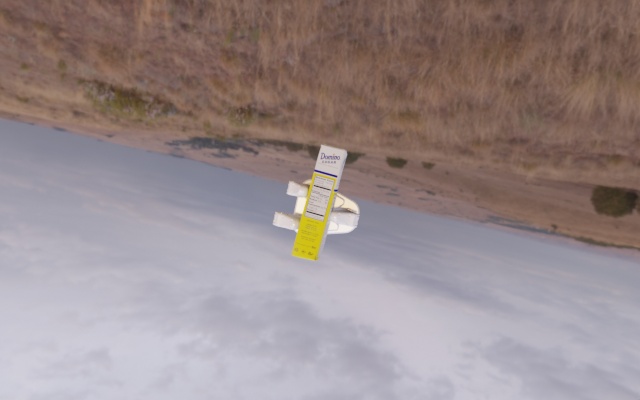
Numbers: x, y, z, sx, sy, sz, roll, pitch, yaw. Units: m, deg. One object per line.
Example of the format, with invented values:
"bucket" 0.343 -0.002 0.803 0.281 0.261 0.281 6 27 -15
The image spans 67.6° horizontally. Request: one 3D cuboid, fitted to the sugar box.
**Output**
"sugar box" 0.000 0.002 0.759 0.048 0.176 0.093 13 2 4
